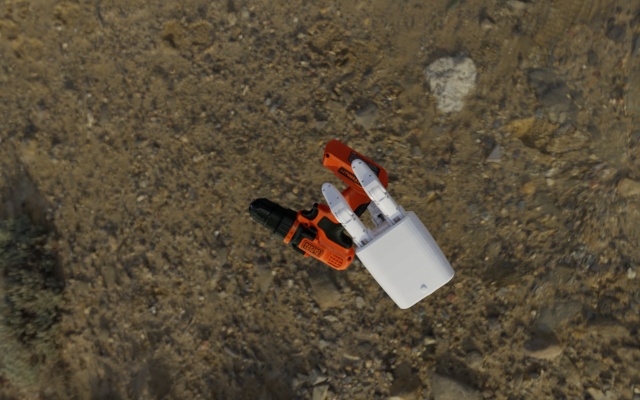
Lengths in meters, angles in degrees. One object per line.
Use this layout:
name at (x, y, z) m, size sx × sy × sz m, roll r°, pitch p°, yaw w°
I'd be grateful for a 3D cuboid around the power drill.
power drill at (0.001, 0.002, 0.726) m, size 0.184 × 0.188 × 0.057 m, roll 29°, pitch 33°, yaw -5°
